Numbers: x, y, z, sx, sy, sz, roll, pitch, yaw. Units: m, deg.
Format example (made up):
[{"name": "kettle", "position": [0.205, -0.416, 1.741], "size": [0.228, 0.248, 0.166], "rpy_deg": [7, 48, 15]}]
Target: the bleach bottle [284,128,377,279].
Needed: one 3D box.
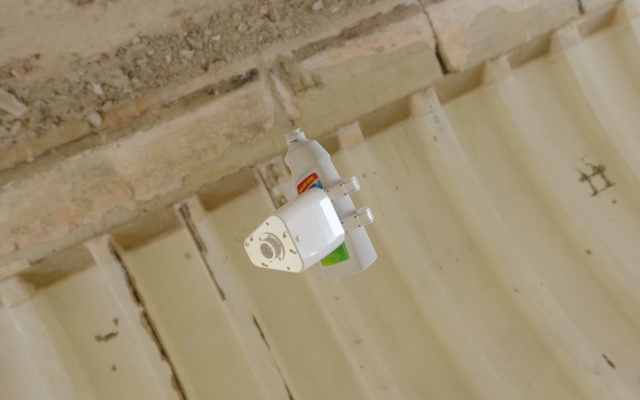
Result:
[{"name": "bleach bottle", "position": [0.000, 0.003, 0.797], "size": [0.102, 0.251, 0.068], "rpy_deg": [-20, 8, 41]}]
